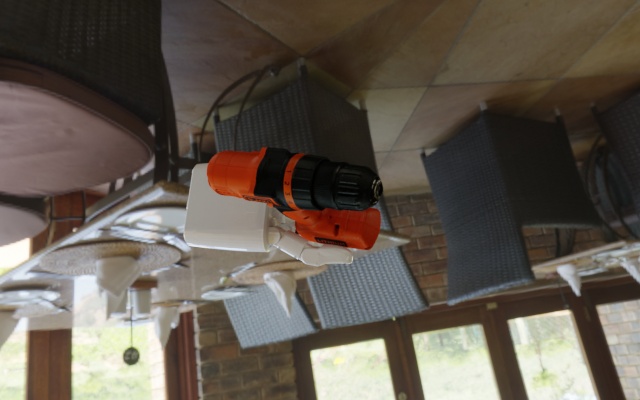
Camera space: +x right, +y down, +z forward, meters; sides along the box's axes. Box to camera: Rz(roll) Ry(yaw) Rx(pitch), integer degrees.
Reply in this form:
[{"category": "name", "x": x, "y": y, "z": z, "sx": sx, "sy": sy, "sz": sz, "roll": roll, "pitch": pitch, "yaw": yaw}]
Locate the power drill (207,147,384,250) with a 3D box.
[{"category": "power drill", "x": 0.000, "y": 0.002, "z": 0.506, "sx": 0.184, "sy": 0.057, "sz": 0.188, "roll": 10, "pitch": -16, "yaw": 29}]
